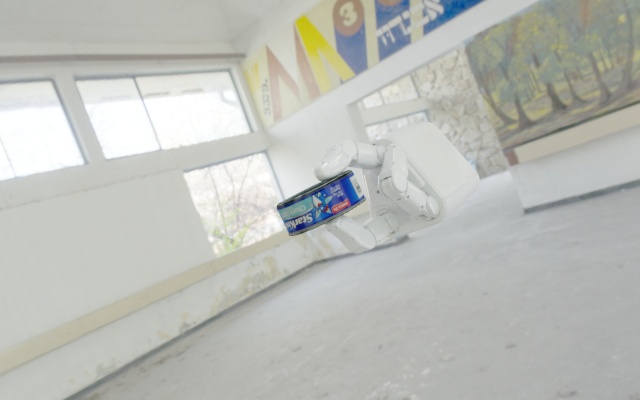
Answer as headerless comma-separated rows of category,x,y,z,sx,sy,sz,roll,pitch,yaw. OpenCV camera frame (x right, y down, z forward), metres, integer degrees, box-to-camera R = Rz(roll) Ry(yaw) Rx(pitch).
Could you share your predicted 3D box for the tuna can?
tuna can,0.000,0.001,0.474,0.086,0.034,0.086,-26,4,2
